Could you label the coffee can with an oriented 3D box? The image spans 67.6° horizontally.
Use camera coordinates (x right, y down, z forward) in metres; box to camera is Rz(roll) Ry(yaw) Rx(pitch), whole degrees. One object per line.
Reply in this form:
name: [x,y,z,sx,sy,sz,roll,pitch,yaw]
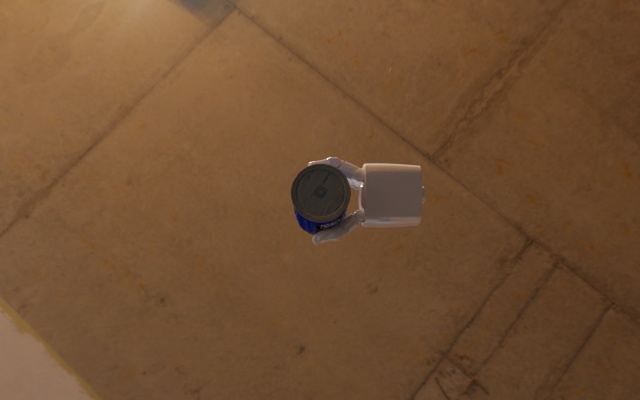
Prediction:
coffee can: [0.000,0.003,0.876,0.103,0.102,0.140,0,-14,0]
